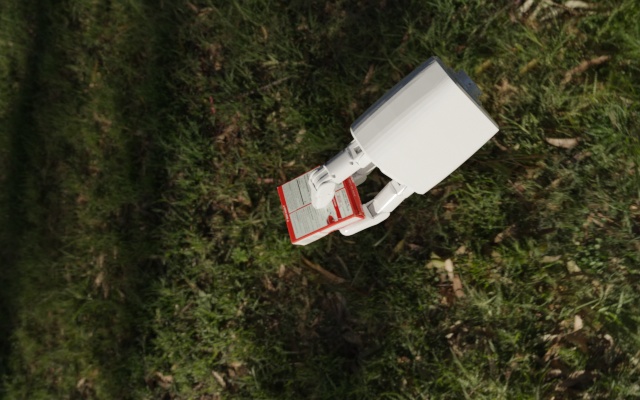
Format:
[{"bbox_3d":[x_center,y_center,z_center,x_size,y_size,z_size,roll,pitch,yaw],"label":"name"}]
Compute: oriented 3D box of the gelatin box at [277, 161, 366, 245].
[{"bbox_3d":[0.000,0.002,0.549,0.089,0.073,0.030,-25,-20,24],"label":"gelatin box"}]
